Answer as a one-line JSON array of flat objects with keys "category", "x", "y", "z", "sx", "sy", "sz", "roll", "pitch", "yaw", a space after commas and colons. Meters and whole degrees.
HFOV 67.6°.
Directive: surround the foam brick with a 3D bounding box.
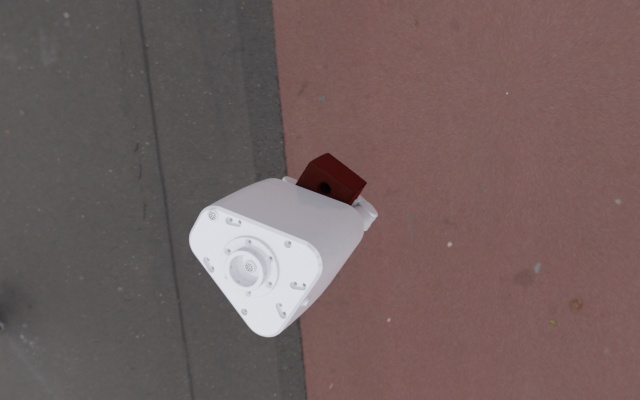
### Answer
[{"category": "foam brick", "x": 0.000, "y": 0.001, "z": 0.473, "sx": 0.053, "sy": 0.078, "sz": 0.051, "roll": 36, "pitch": 22, "yaw": 8}]
